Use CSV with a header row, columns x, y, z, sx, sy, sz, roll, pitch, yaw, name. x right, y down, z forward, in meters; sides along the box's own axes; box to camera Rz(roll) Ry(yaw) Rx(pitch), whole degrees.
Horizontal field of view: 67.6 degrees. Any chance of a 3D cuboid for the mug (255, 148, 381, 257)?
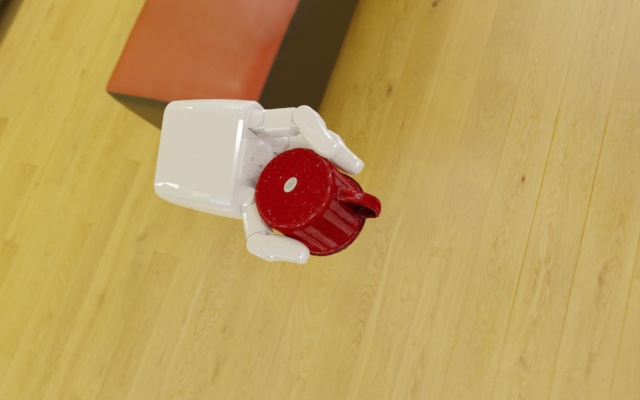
x,y,z,sx,sy,sz,roll,pitch,yaw,name
0.001,0.002,0.458,0.117,0.093,0.081,6,-16,26,mug
